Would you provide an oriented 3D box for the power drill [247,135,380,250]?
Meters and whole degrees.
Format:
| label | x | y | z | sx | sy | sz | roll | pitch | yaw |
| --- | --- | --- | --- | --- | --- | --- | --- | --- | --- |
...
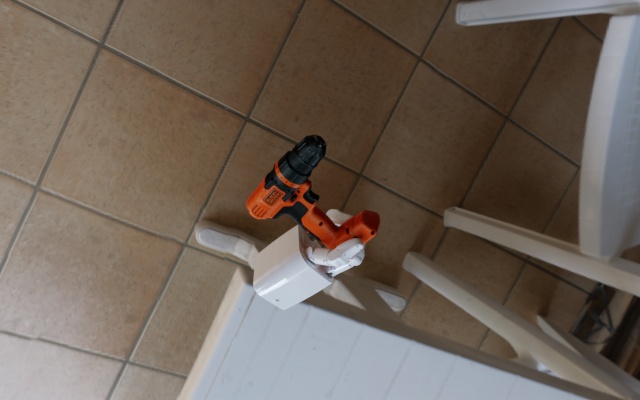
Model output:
| label | x | y | z | sx | sy | sz | roll | pitch | yaw |
| --- | --- | --- | --- | --- | --- | --- | --- | --- | --- |
| power drill | 0.000 | 0.003 | 0.747 | 0.188 | 0.057 | 0.184 | 36 | -51 | -14 |
